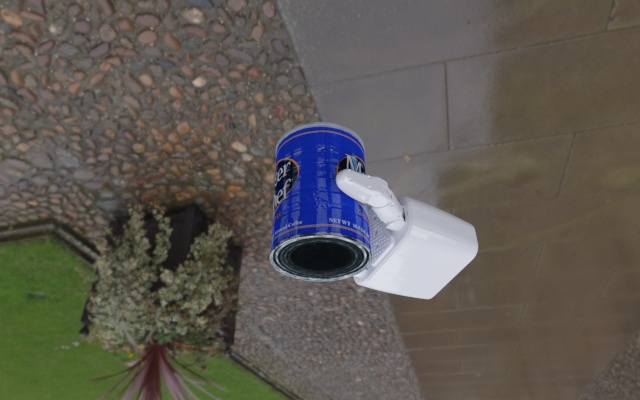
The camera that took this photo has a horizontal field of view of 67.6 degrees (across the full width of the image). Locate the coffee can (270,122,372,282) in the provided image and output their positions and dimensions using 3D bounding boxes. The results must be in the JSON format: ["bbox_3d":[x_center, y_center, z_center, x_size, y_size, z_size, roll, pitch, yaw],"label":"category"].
[{"bbox_3d":[0.000,0.001,0.513,0.103,0.140,0.103,0,-34,0],"label":"coffee can"}]
